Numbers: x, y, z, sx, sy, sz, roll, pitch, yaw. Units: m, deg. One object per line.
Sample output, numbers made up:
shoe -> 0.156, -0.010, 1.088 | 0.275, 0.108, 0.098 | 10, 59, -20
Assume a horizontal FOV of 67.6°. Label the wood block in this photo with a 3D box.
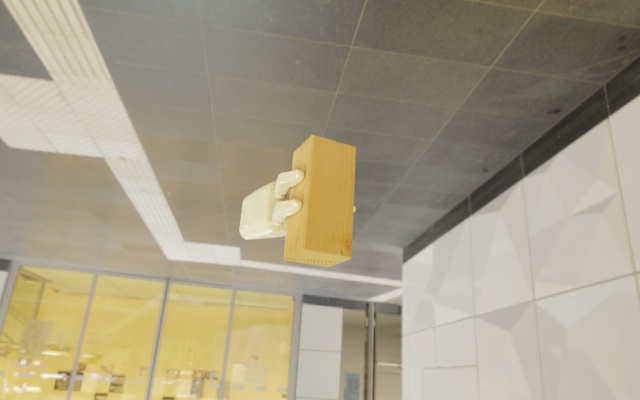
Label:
wood block -> 0.000, 0.003, 0.841 | 0.091, 0.206, 0.090 | 13, -23, -23
